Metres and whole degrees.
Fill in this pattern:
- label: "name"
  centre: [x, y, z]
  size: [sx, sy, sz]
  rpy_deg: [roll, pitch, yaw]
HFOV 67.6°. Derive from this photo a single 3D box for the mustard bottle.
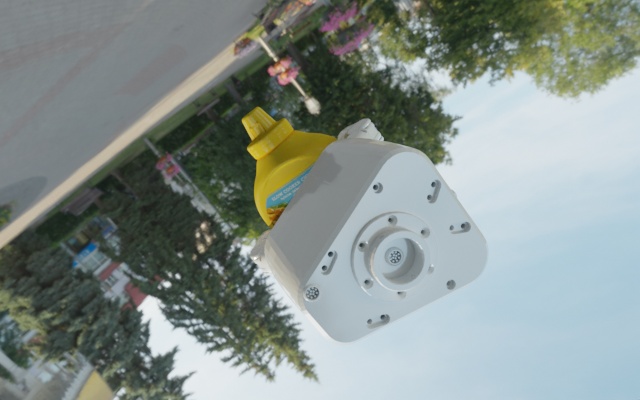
- label: "mustard bottle"
  centre: [0.000, 0.001, 0.412]
  size: [0.096, 0.192, 0.058]
  rpy_deg: [-34, 16, 18]
